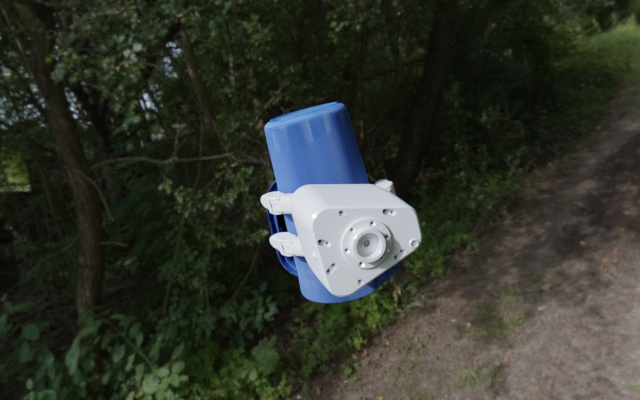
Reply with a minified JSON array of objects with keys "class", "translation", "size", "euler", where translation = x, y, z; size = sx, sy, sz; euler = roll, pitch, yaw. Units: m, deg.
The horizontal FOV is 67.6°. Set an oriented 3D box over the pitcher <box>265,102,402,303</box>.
[{"class":"pitcher","translation":[0.000,0.002,0.636],"size":[0.149,0.243,0.145],"euler":[-17,14,-7]}]
